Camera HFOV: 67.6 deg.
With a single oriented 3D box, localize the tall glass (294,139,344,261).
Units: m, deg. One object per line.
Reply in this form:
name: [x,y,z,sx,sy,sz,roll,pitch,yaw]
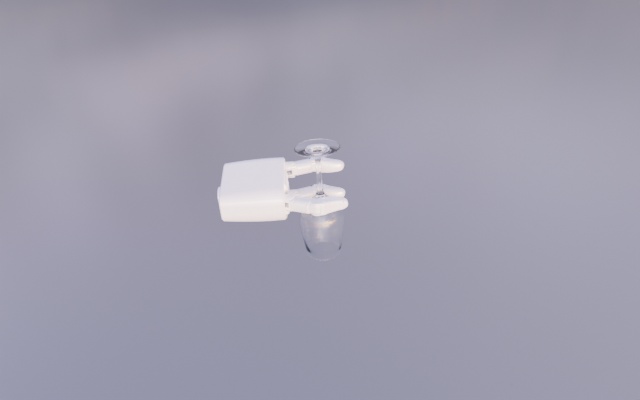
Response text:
tall glass: [0.000,0.002,0.810,0.079,0.201,0.079,-3,28,2]
